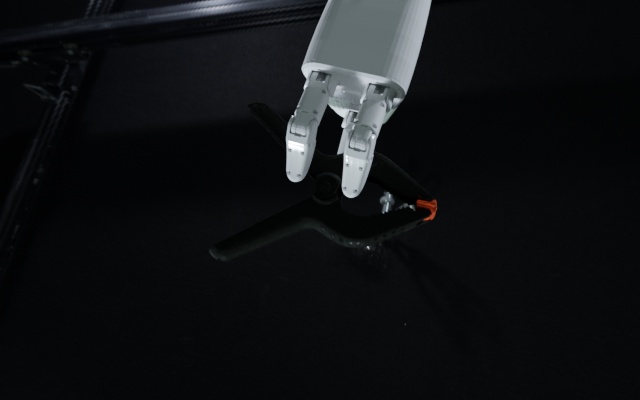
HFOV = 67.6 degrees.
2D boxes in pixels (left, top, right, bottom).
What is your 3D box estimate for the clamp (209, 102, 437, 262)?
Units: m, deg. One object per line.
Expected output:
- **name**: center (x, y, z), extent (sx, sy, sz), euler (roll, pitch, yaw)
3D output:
- **clamp**: center (0.001, 0.002, 0.455), extent (0.210, 0.164, 0.036), euler (16, -11, 14)
